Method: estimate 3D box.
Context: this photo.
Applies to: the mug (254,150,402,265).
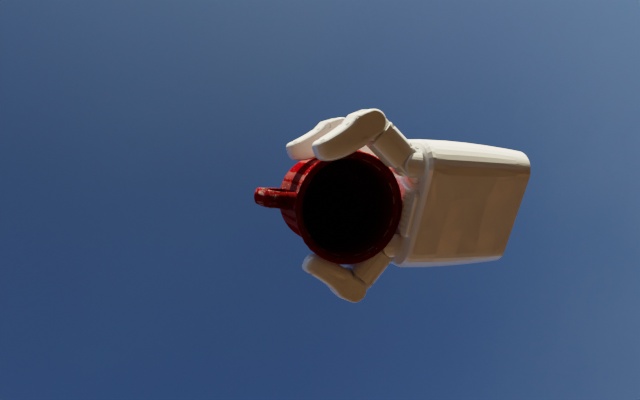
[{"bbox_3d":[-0.001,0.001,0.415,0.117,0.093,0.081,2,6,-20],"label":"mug"}]
